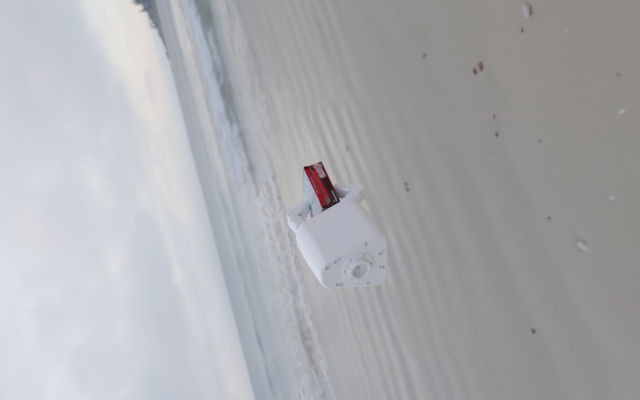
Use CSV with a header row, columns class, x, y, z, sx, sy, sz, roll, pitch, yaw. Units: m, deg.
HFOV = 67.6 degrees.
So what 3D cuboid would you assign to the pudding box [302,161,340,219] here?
class,x,y,z,sx,sy,sz,roll,pitch,yaw
pudding box,0.000,0.003,0.818,0.039,0.090,0.114,-15,-30,-15
